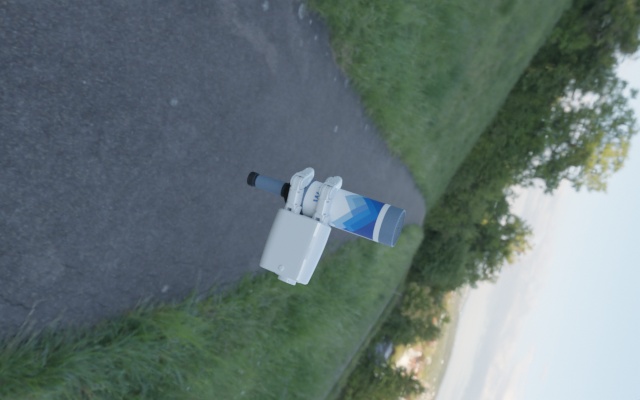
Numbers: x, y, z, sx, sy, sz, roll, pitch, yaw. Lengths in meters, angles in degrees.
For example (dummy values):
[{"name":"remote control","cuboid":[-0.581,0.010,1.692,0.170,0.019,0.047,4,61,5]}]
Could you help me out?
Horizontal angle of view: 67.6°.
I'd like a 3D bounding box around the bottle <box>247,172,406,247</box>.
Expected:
[{"name":"bottle","cuboid":[0.000,0.003,0.851,0.295,0.069,0.069,19,6,19]}]
